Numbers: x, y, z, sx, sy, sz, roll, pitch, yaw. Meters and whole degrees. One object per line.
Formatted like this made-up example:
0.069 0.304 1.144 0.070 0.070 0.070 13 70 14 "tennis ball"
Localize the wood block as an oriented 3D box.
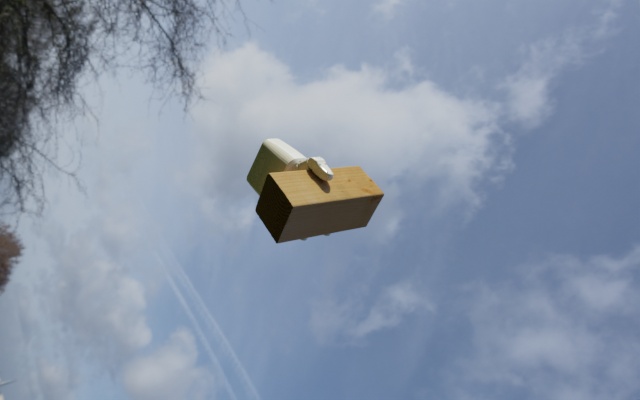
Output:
0.000 0.002 0.868 0.206 0.091 0.090 -8 46 -37 "wood block"
